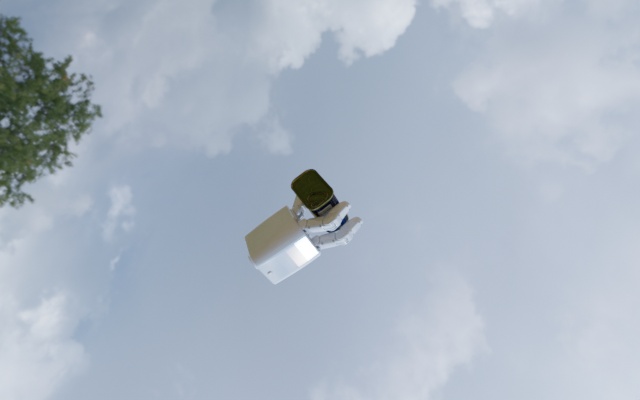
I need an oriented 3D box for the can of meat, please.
[{"bbox_3d":[0.000,0.003,0.891,0.102,0.057,0.084,49,-5,46],"label":"can of meat"}]
